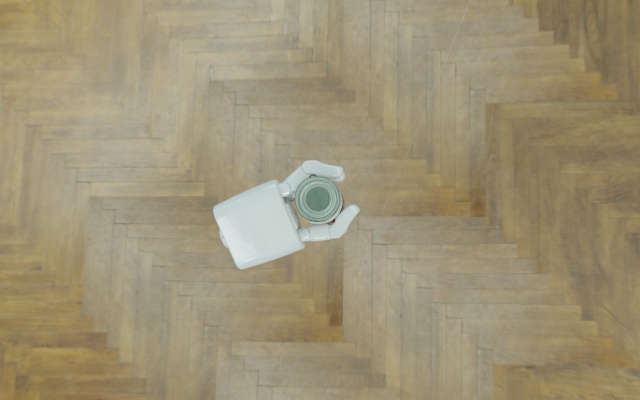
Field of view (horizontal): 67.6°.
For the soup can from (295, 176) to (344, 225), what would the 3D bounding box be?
[{"bbox_3d":[0.001,0.002,0.728,0.068,0.068,0.102,0,-6,6],"label":"soup can"}]
